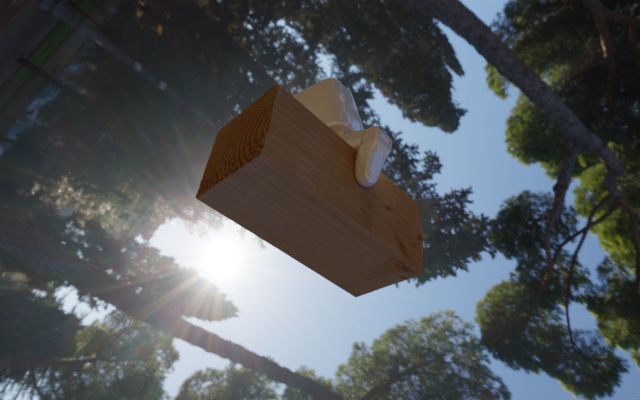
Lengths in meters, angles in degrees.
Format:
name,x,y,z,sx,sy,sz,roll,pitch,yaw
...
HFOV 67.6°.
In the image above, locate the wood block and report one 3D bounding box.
name,x,y,z,sx,sy,sz,roll,pitch,yaw
wood block,0.000,0.001,0.457,0.091,0.090,0.206,-29,-51,36
